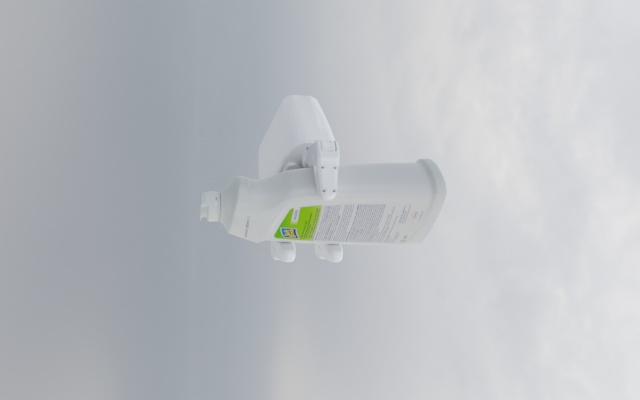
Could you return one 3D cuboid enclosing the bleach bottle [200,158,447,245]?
[{"bbox_3d":[0.000,0.002,0.513,0.251,0.103,0.068,1,42,-15],"label":"bleach bottle"}]
